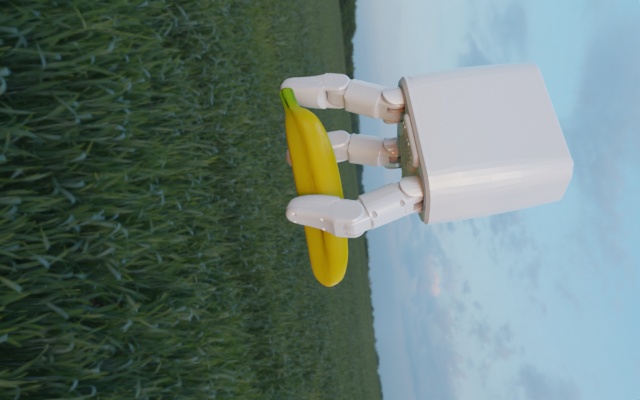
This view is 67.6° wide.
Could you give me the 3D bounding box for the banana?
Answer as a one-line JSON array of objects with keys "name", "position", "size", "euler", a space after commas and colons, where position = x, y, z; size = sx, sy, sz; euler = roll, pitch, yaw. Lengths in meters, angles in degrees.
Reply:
[{"name": "banana", "position": [0.001, 0.007, 0.406], "size": [0.037, 0.198, 0.069], "euler": [-10, 27, -1]}]
